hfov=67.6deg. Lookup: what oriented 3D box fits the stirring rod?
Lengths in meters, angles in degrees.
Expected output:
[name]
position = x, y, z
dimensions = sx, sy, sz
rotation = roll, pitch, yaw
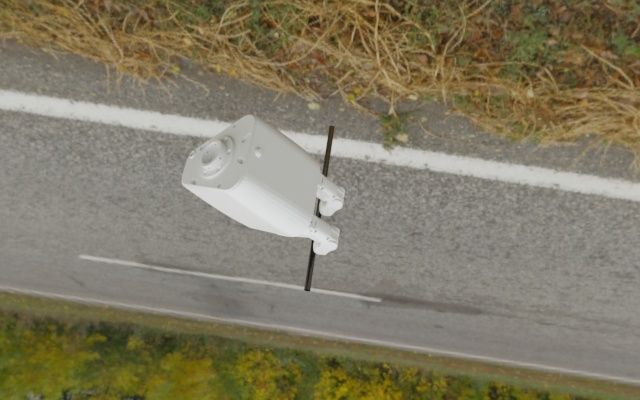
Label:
[stirring rod]
position = 0.000, 0.002, 0.631
dimensions = 0.011, 0.239, 0.011
rotation = 7, -26, 3
